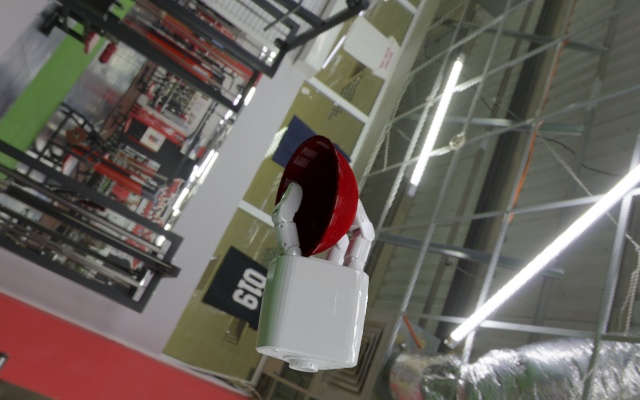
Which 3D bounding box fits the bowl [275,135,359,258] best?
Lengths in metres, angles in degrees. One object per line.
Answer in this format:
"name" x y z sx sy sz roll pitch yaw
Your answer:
"bowl" 0.001 0.001 0.607 0.055 0.162 0.162 13 -6 -29
